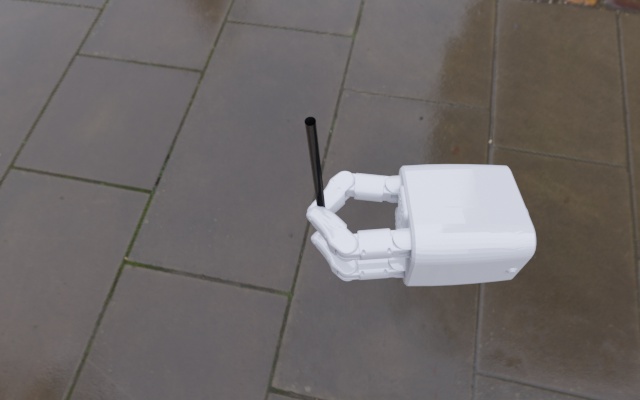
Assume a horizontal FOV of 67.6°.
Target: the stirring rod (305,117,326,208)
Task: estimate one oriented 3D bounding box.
[{"bbox_3d":[0.000,0.001,0.437,0.011,0.011,0.240,0,-28,4],"label":"stirring rod"}]
